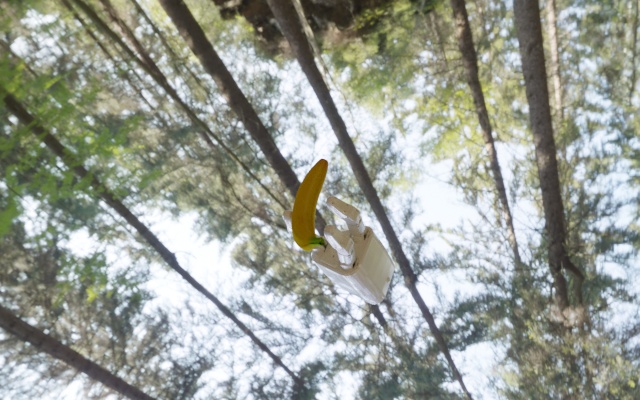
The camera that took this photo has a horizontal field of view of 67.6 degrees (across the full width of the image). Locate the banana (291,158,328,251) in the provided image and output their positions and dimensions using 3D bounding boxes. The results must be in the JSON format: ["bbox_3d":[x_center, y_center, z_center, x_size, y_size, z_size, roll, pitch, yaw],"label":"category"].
[{"bbox_3d":[-0.015,0.012,0.757,0.069,0.197,0.037,-27,-52,24],"label":"banana"}]
